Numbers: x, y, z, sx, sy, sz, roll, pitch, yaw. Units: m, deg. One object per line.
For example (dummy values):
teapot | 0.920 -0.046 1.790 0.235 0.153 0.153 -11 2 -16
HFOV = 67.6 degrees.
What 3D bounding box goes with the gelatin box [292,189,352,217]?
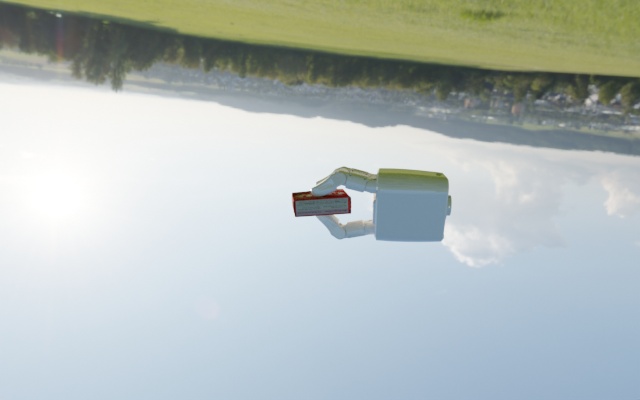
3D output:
gelatin box | 0.000 0.003 0.755 0.089 0.030 0.073 -4 11 -5
